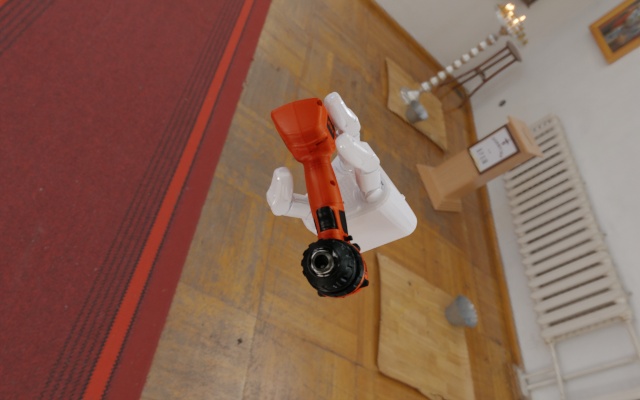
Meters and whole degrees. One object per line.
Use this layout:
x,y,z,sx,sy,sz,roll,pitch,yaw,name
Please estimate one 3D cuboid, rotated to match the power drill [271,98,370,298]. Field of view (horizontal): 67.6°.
0.000,0.001,0.462,0.057,0.187,0.184,-13,-14,5,power drill
